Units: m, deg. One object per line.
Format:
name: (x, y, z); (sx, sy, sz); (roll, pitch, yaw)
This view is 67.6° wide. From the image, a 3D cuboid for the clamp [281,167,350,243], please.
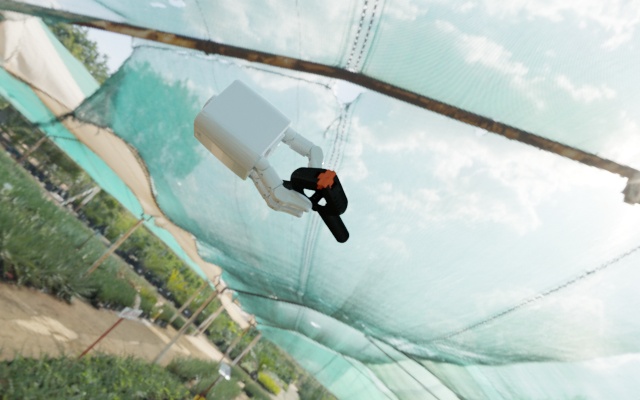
clamp: (0.001, 0.001, 0.723); (0.164, 0.036, 0.210); (37, -17, -6)
